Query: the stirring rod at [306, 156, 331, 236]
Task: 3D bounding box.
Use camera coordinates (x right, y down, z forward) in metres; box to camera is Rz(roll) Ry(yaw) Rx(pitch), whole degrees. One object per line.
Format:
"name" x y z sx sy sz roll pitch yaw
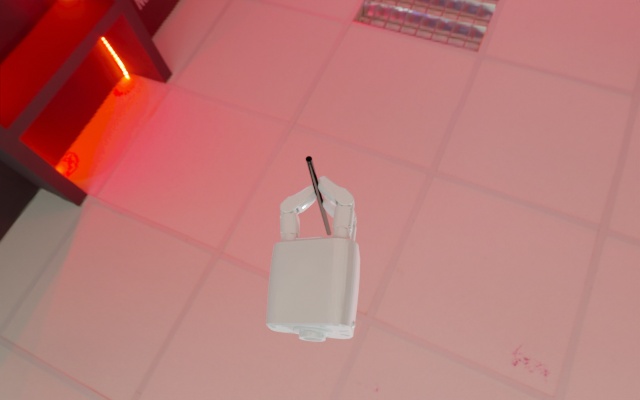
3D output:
"stirring rod" 0.000 0.002 0.672 0.011 0.011 0.240 0 -25 7
